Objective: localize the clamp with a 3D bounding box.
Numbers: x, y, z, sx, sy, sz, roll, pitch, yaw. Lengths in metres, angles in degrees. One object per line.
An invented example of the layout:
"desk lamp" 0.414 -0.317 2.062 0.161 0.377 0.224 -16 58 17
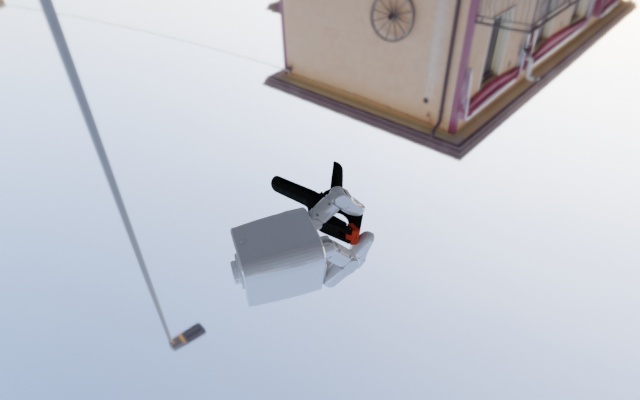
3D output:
"clamp" 0.000 0.003 0.704 0.120 0.039 0.171 -14 40 -12
